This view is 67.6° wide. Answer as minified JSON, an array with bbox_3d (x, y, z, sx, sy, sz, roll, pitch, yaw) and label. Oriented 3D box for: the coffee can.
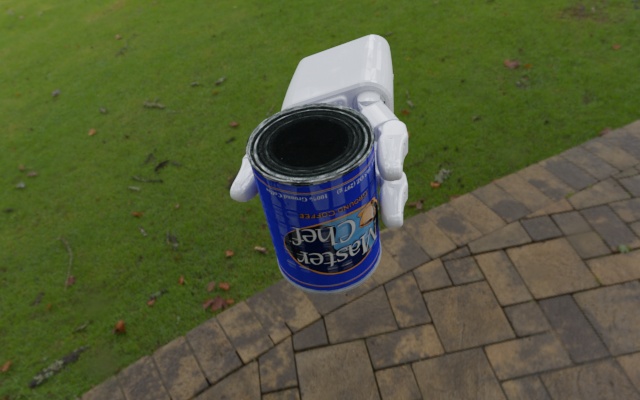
[{"bbox_3d":[0.000,0.002,0.422,0.103,0.140,0.102,-5,44,5],"label":"coffee can"}]
